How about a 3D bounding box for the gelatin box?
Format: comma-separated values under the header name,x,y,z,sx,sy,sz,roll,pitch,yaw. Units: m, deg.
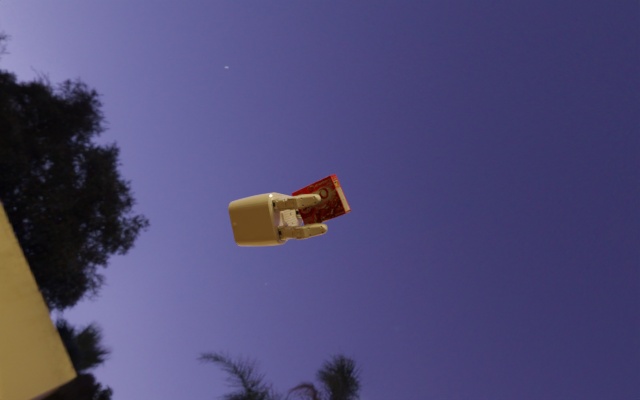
name,x,y,z,sx,sy,sz,roll,pitch,yaw
gelatin box,0.001,0.003,0.862,0.089,0.073,0.030,-23,-1,26
